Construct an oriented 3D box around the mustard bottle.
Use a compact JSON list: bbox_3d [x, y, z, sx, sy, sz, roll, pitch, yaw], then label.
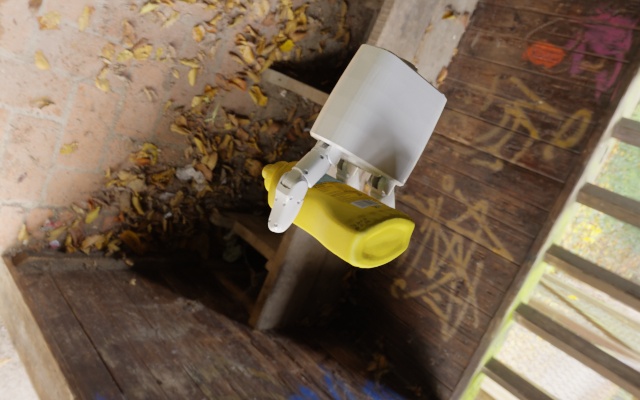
[{"bbox_3d":[0.000,0.002,0.517,0.096,0.058,0.191,-9,30,-44],"label":"mustard bottle"}]
